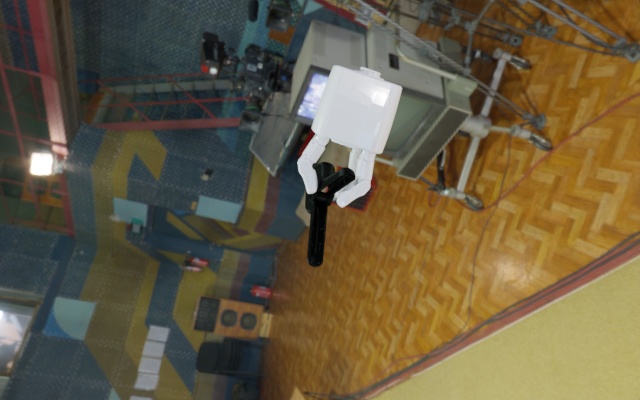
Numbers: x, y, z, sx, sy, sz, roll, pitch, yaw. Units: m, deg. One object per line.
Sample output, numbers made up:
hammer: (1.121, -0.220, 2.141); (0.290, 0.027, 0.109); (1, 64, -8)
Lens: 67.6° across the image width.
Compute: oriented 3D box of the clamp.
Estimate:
clamp: (-0.001, 0.002, 0.788); (0.036, 0.164, 0.210); (16, 14, -15)
